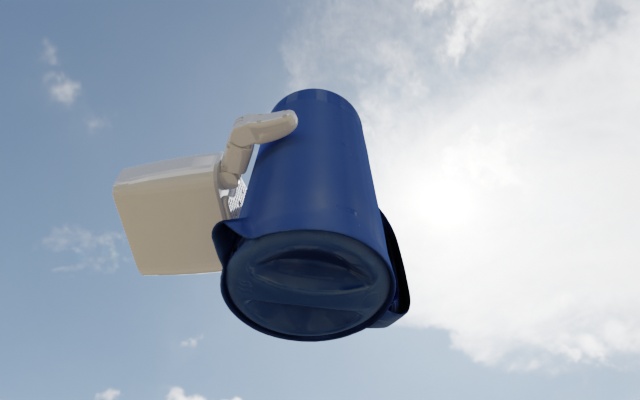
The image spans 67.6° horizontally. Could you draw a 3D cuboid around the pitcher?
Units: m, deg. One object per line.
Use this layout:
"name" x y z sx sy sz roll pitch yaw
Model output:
"pitcher" 0.000 0.001 0.452 0.145 0.149 0.242 -7 40 7
